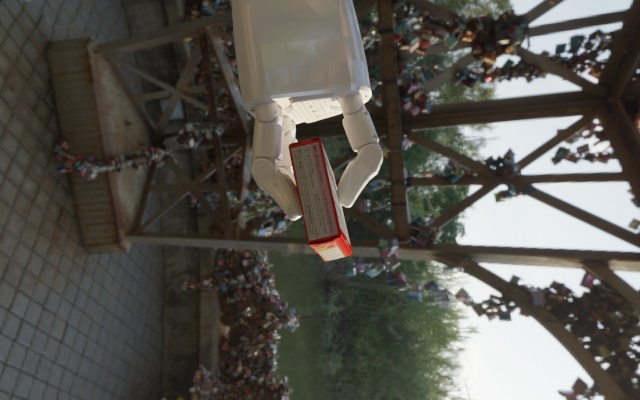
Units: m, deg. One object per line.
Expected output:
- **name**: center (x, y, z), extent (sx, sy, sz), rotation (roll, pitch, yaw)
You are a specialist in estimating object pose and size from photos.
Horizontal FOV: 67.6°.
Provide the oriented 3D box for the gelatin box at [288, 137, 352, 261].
- **gelatin box**: center (0.001, 0.002, 0.408), extent (0.030, 0.089, 0.073), rotation (-15, -19, 5)
